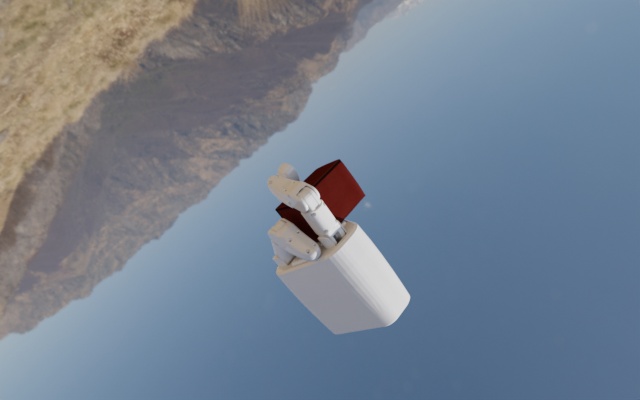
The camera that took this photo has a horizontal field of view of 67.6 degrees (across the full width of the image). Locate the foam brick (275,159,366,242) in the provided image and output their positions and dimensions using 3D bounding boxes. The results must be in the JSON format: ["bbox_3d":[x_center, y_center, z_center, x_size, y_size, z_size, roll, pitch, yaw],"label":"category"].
[{"bbox_3d":[0.000,0.001,0.527,0.078,0.051,0.053,-46,15,-26],"label":"foam brick"}]
